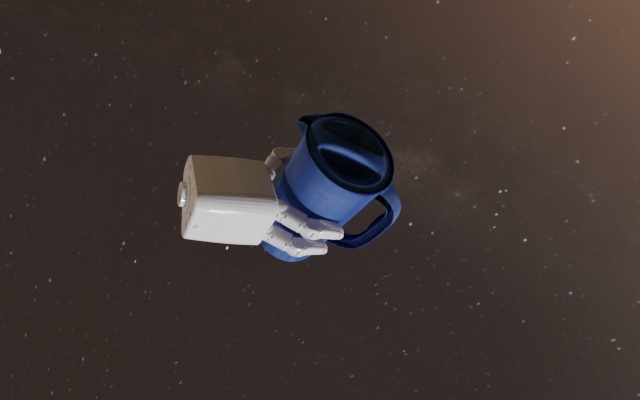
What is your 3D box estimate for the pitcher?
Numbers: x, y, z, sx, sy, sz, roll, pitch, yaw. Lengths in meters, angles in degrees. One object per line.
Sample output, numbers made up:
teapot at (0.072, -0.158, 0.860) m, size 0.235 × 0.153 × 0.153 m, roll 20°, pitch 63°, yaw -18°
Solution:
pitcher at (0.000, 0.002, 0.709) m, size 0.145 × 0.149 × 0.243 m, roll 7°, pitch -34°, yaw -25°
